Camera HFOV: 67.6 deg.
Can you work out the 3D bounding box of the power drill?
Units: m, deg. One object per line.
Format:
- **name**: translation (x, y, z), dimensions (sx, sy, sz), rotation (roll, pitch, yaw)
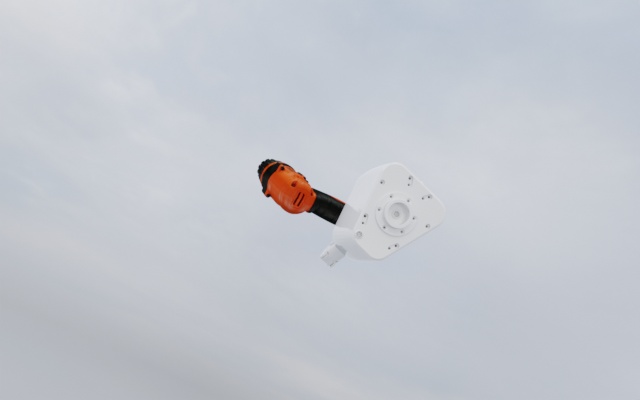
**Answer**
- **power drill**: translation (0.001, 0.002, 0.696), dimensions (0.188, 0.057, 0.184), rotation (24, 8, -23)
